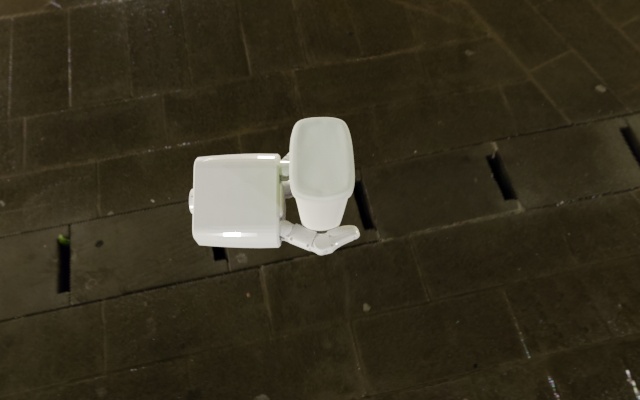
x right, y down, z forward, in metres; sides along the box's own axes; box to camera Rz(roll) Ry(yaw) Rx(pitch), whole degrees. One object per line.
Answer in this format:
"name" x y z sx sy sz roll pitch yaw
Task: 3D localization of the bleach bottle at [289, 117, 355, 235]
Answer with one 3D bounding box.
"bleach bottle" 0.000 0.002 0.605 0.068 0.102 0.251 -1 -23 -1
